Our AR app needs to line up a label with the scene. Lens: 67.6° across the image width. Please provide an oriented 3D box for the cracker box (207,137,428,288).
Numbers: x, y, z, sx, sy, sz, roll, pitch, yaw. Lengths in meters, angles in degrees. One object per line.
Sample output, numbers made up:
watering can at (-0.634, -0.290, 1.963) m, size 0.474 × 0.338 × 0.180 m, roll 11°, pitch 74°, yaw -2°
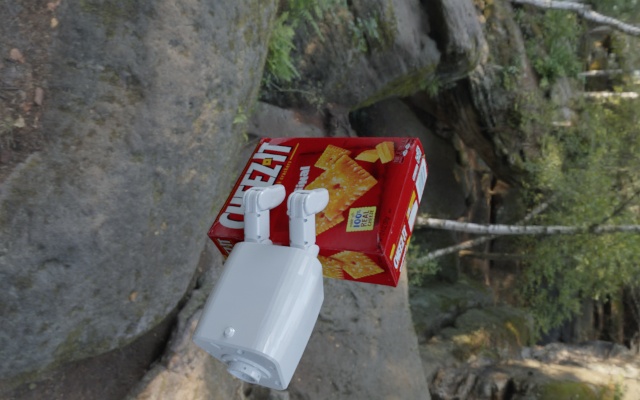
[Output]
cracker box at (0.000, 0.002, 0.553) m, size 0.213 × 0.164 × 0.072 m, roll 4°, pitch -38°, yaw 26°
